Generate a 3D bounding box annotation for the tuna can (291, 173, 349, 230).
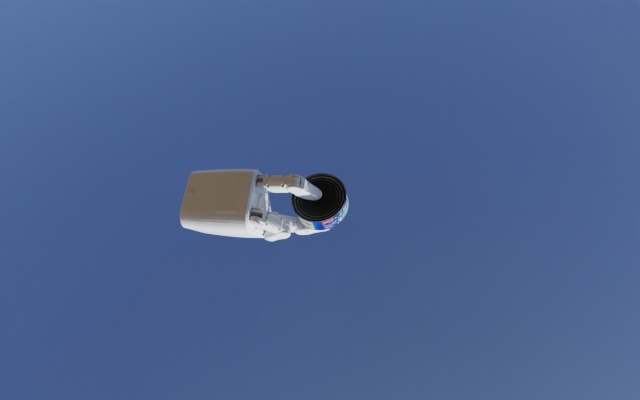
[{"bbox_3d":[0.000,0.003,0.738,0.086,0.086,0.034,0,-30,13],"label":"tuna can"}]
